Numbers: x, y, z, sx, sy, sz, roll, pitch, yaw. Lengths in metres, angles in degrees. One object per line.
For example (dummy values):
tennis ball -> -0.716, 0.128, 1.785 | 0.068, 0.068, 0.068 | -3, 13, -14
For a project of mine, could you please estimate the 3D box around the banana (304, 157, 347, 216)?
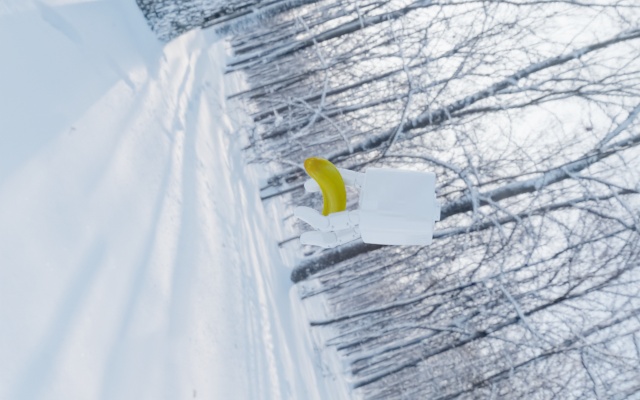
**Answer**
banana -> 0.011, -0.008, 0.737 | 0.037, 0.069, 0.198 | 28, -32, 25
